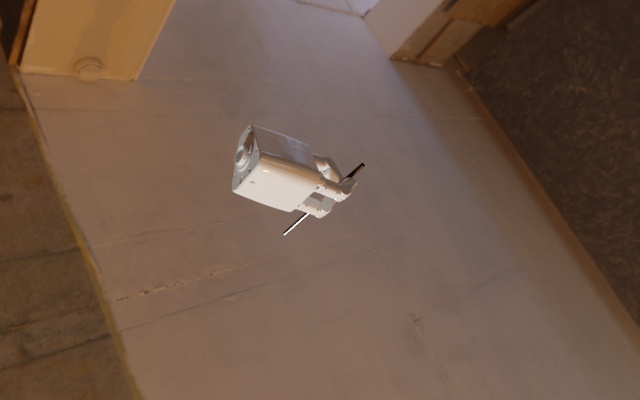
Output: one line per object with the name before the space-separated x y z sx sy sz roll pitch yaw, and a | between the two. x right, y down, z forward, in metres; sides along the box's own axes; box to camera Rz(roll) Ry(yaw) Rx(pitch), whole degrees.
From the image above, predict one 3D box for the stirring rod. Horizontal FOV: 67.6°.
stirring rod | 0.000 0.003 0.861 0.011 0.011 0.240 0 -31 -42
